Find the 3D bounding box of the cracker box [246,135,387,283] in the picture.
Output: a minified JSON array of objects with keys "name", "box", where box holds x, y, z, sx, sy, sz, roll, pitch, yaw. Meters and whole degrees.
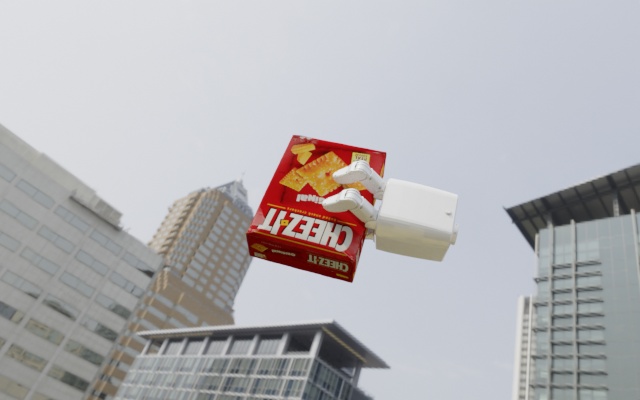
[{"name":"cracker box","box":[0.000,0.002,0.744,0.164,0.213,0.072,13,-36,11]}]
